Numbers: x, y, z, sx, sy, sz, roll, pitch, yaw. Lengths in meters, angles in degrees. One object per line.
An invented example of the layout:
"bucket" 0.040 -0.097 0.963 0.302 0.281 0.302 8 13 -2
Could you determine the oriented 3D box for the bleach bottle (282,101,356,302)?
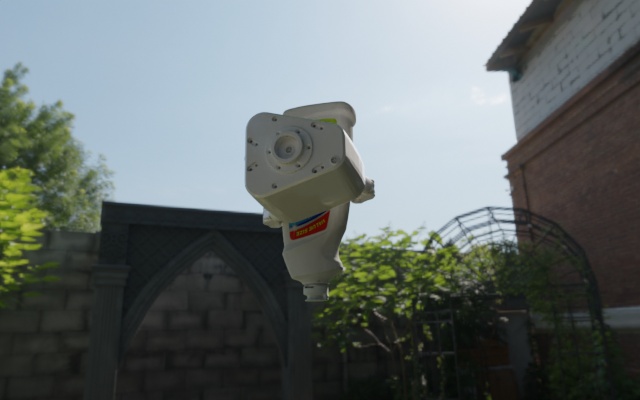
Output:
"bleach bottle" 0.000 0.002 0.619 0.102 0.250 0.068 -5 -15 14
